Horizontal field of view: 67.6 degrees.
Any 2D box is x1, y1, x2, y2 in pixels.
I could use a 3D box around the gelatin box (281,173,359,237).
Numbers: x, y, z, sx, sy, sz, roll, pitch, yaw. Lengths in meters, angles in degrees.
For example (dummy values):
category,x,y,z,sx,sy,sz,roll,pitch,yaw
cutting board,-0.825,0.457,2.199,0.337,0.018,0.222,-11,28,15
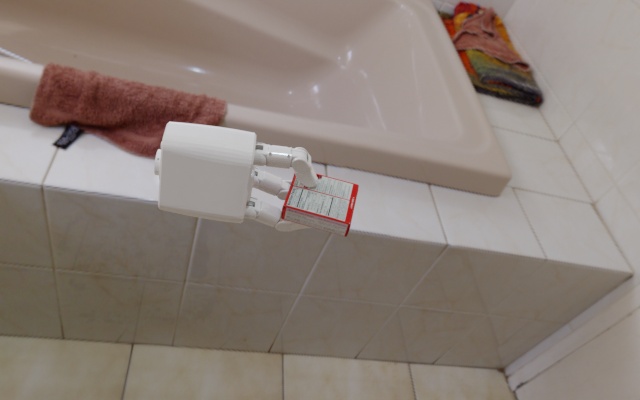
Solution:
category,x,y,z,sx,sy,sz,roll,pitch,yaw
gelatin box,0.001,0.002,0.623,0.089,0.073,0.030,15,-44,1
